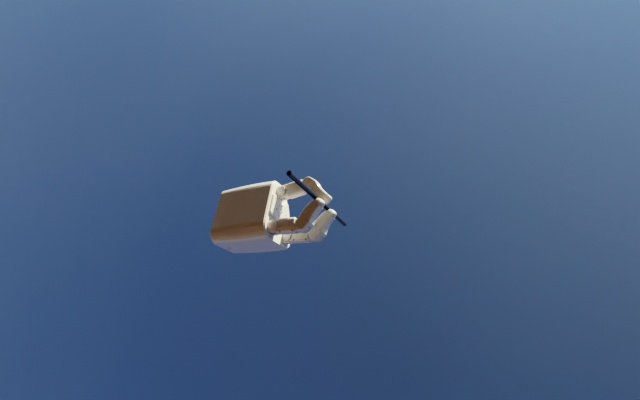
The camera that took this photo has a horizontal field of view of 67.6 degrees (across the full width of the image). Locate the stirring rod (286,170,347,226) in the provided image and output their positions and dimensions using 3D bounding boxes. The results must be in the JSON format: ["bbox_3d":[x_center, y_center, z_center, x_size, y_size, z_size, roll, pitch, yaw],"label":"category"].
[{"bbox_3d":[0.000,0.002,0.767,0.011,0.011,0.240,0,-20,23],"label":"stirring rod"}]
